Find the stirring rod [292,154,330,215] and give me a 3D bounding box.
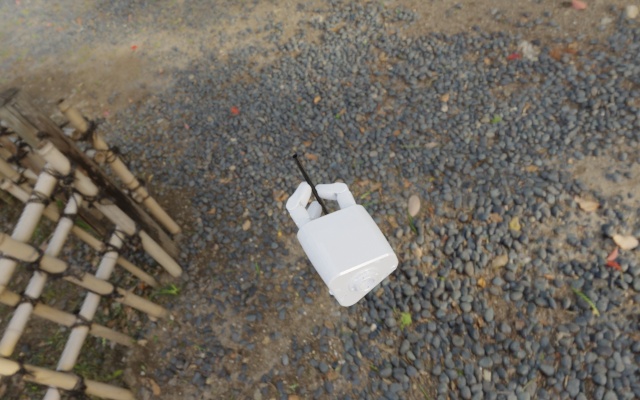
[{"bbox_3d":[0.000,0.003,0.804,0.011,0.011,0.240,0,-35,23],"label":"stirring rod"}]
